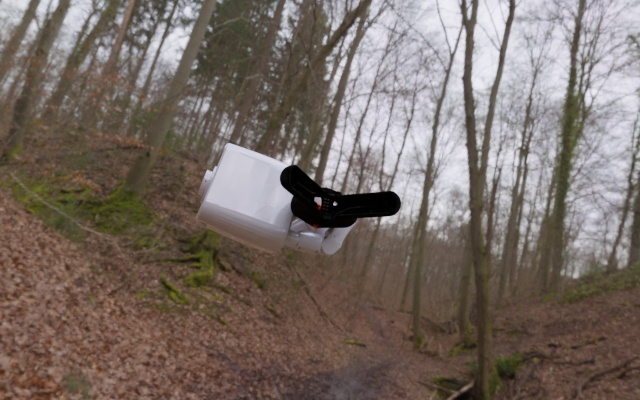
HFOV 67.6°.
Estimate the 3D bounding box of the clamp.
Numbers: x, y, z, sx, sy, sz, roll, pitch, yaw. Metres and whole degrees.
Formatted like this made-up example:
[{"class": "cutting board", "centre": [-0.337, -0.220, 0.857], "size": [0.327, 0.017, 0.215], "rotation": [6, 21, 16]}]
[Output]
[{"class": "clamp", "centre": [0.000, 0.001, 0.524], "size": [0.120, 0.039, 0.171], "rotation": [23, -18, -13]}]
